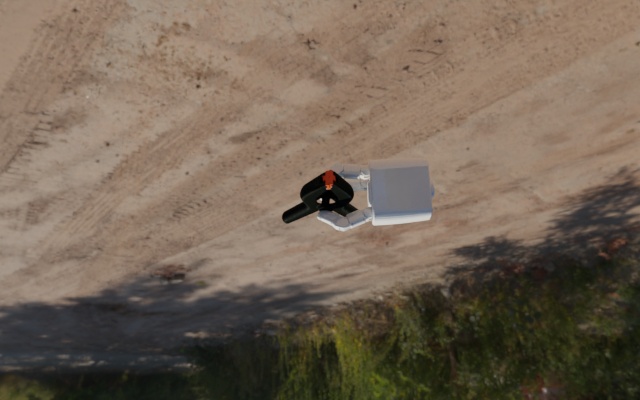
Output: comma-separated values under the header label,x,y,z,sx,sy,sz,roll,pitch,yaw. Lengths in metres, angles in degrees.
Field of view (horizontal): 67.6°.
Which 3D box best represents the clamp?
label,x,y,z,sx,sy,sz,roll,pitch,yaw
clamp,0.000,0.003,0.871,0.164,0.036,0.210,-3,-22,3
